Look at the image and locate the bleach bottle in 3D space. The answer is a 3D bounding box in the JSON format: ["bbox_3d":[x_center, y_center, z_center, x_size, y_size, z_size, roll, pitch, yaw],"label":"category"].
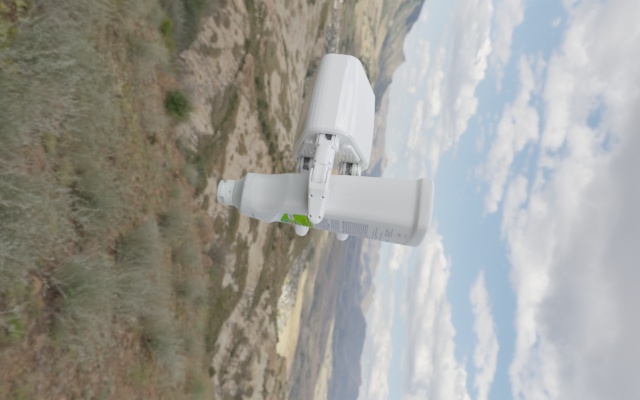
[{"bbox_3d":[0.000,0.002,0.570,0.251,0.068,0.103,8,-20,5],"label":"bleach bottle"}]
